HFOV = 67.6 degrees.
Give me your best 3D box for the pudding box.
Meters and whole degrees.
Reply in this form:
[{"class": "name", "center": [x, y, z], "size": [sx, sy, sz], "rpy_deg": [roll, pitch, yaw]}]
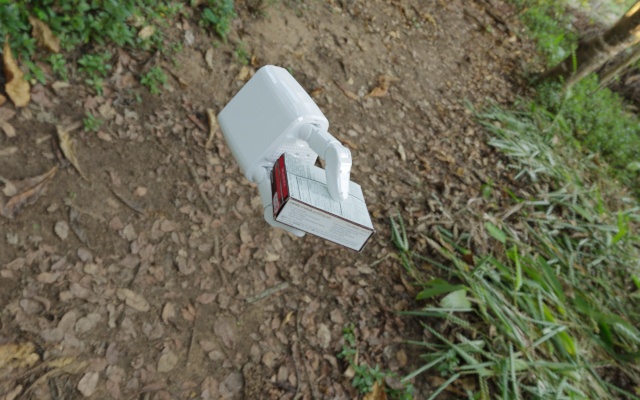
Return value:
[{"class": "pudding box", "center": [0.000, 0.002, 0.537], "size": [0.113, 0.039, 0.090], "rpy_deg": [21, 32, -22]}]
